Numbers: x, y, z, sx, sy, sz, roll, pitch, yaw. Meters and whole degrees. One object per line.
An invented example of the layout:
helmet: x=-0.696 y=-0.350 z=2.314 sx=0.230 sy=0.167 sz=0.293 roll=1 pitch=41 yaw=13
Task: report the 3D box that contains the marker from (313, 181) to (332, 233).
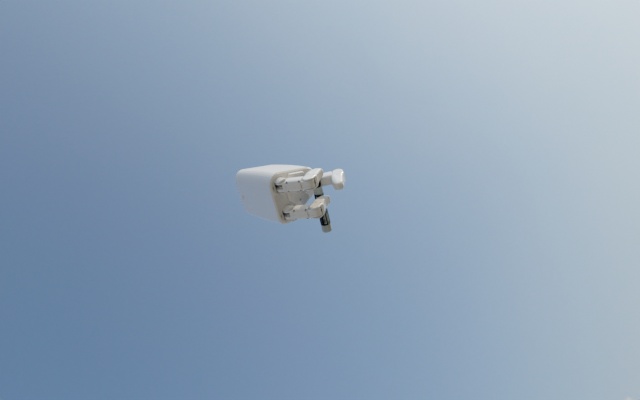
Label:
marker: x=0.000 y=0.003 z=0.876 sx=0.020 sy=0.121 sz=0.020 roll=-11 pitch=24 yaw=5
